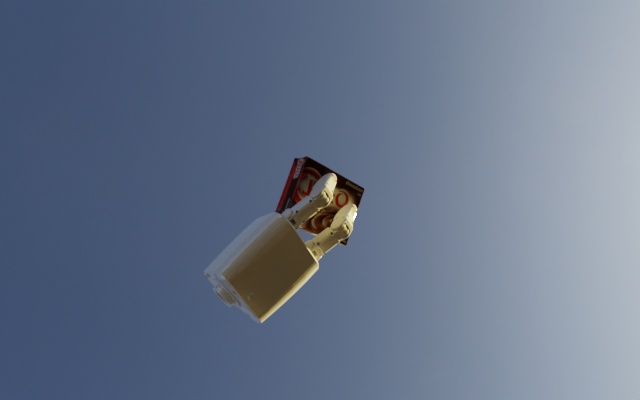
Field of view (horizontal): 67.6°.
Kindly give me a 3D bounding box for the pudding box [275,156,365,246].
[{"bbox_3d":[0.000,0.002,0.666,0.113,0.090,0.039,27,-13,-35],"label":"pudding box"}]
